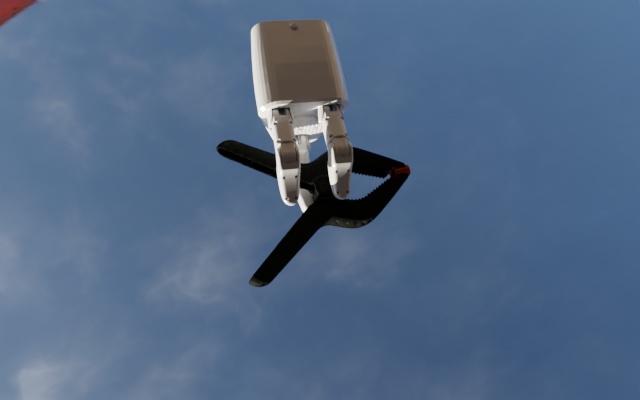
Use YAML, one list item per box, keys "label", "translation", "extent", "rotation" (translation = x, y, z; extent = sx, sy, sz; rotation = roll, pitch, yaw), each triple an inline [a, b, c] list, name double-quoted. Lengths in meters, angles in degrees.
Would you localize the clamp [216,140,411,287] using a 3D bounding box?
- label: "clamp"
  translation: [0.000, 0.002, 0.523]
  extent: [0.210, 0.164, 0.036]
  rotation: [-7, -16, -10]
